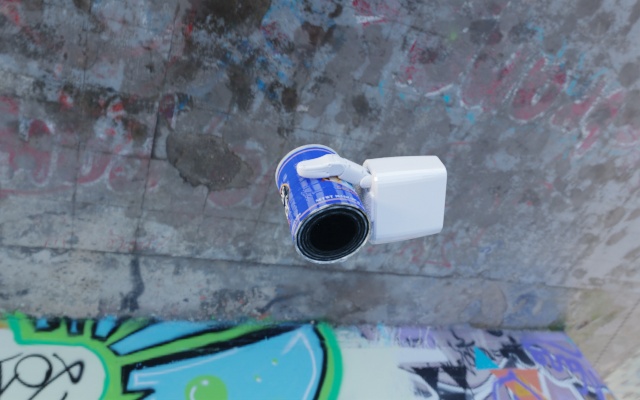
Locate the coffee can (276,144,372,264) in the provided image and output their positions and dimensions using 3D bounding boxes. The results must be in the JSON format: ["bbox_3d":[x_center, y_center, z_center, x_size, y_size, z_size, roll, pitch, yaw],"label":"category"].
[{"bbox_3d":[0.000,0.002,0.659,0.103,0.103,0.140,0,38,-17],"label":"coffee can"}]
